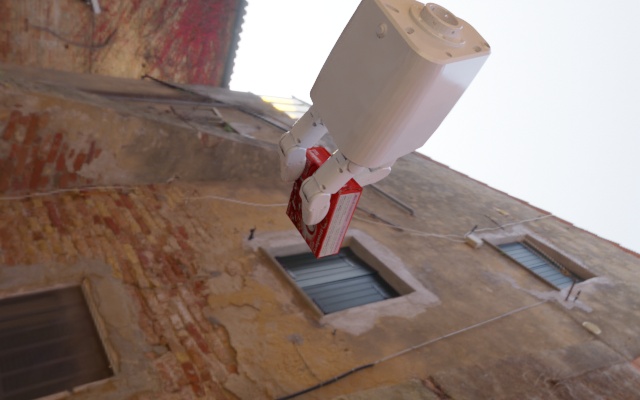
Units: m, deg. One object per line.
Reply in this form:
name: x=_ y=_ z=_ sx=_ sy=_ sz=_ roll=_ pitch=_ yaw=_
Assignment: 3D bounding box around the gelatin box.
gelatin box: x=0.000 y=0.002 z=0.484 sx=0.030 sy=0.089 sz=0.073 roll=-9 pitch=44 yaw=-32
